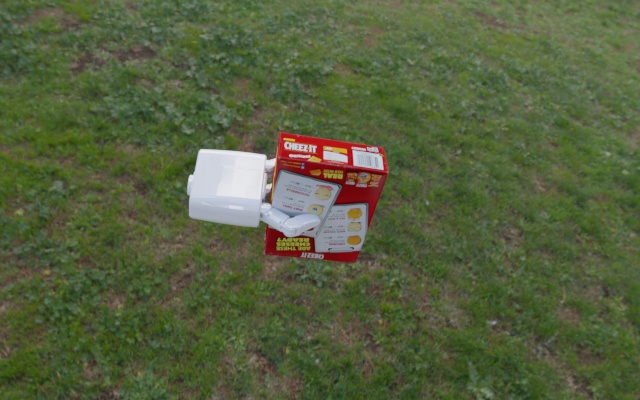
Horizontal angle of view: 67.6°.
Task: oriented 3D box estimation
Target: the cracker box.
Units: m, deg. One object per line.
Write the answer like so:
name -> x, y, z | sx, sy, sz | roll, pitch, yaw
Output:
cracker box -> 0.000, 0.003, 0.769 | 0.164, 0.214, 0.072 | 7, 44, -8
